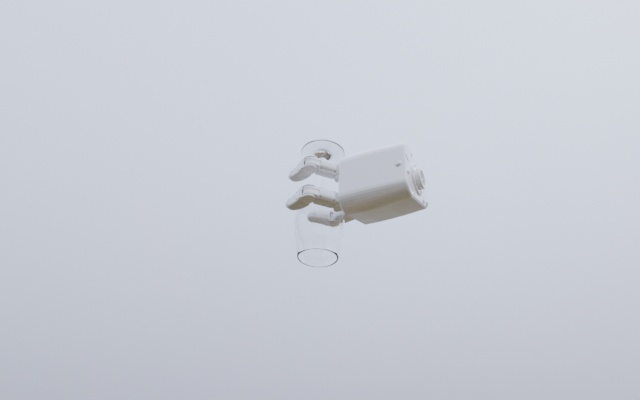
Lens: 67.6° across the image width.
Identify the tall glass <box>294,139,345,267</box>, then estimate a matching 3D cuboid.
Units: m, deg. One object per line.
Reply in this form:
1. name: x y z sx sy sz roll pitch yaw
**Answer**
1. tall glass: 0.000 0.002 0.761 0.079 0.201 0.079 2 -33 1
